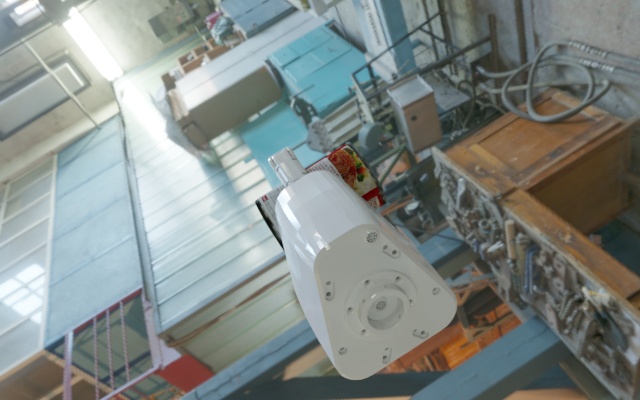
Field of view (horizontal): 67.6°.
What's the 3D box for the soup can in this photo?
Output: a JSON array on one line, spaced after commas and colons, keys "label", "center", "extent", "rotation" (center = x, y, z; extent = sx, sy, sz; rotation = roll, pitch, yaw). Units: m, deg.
[{"label": "soup can", "center": [0.000, 0.001, 0.439], "extent": [0.102, 0.068, 0.068], "rotation": [-32, 2, -3]}]
